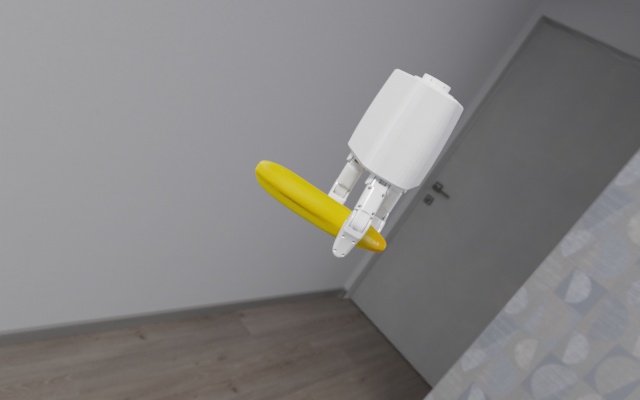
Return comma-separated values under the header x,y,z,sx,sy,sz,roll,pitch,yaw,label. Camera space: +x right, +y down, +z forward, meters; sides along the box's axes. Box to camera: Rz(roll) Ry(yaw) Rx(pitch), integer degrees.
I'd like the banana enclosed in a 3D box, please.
x,y,z,sx,sy,sz,roll,pitch,yaw,label
-0.011,0.000,0.560,0.197,0.037,0.069,34,14,22,banana
